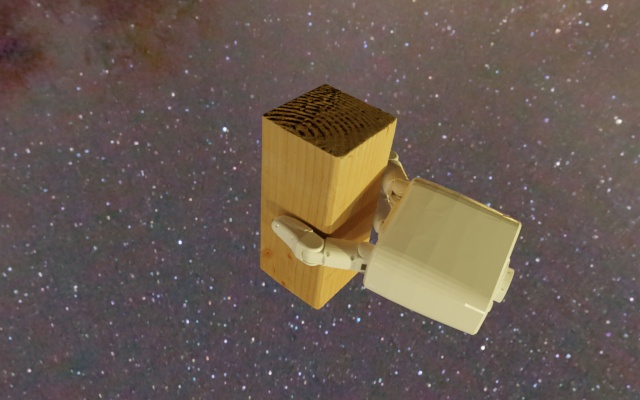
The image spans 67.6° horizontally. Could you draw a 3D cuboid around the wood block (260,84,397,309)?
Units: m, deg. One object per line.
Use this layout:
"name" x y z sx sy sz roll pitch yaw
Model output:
"wood block" 0.000 0.002 0.491 0.090 0.206 0.090 32 47 25
